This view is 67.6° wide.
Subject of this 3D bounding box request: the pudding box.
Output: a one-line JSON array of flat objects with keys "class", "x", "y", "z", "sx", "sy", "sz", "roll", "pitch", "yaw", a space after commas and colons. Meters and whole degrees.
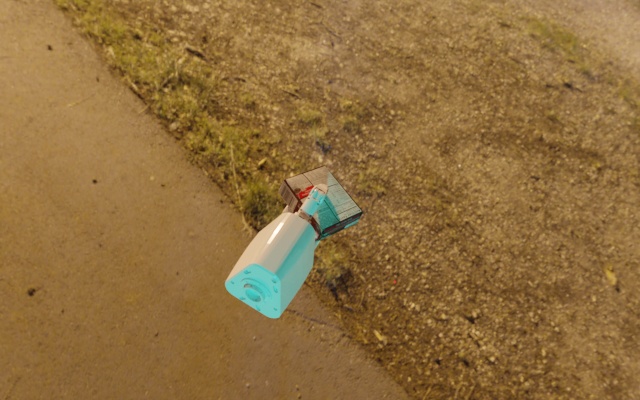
[{"class": "pudding box", "x": 0.000, "y": 0.002, "z": 0.772, "sx": 0.090, "sy": 0.113, "sz": 0.039, "roll": -21, "pitch": -26, "yaw": -35}]
